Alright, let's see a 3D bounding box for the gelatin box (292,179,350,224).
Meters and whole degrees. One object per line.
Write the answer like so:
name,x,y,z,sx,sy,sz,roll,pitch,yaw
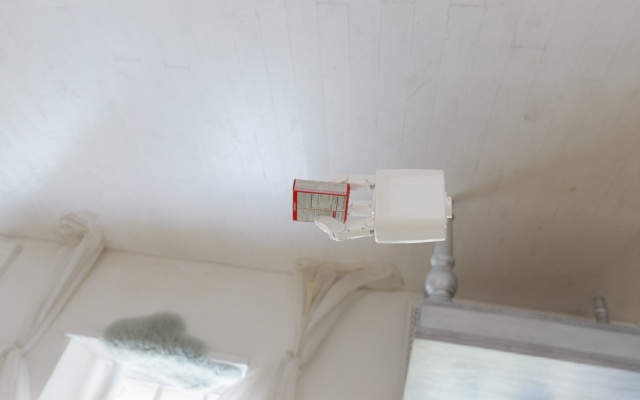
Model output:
gelatin box,0.000,0.003,0.759,0.089,0.030,0.073,4,-41,0
